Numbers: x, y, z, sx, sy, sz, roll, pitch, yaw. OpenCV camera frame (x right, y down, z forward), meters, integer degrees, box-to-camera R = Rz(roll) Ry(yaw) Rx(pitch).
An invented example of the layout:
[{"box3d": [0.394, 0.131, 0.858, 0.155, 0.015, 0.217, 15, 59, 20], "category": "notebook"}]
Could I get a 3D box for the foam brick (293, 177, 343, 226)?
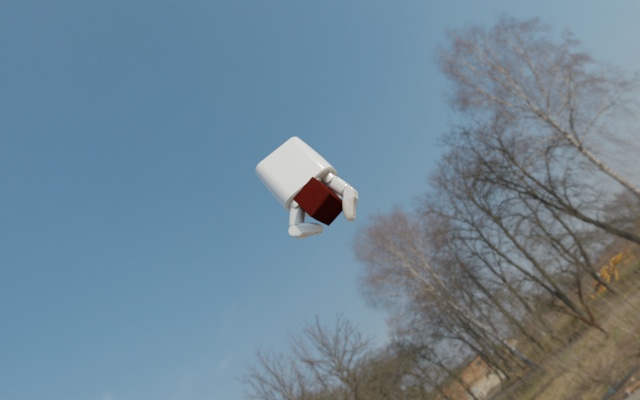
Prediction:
[{"box3d": [0.000, 0.003, 0.828, 0.051, 0.053, 0.078, 44, 5, 28], "category": "foam brick"}]
